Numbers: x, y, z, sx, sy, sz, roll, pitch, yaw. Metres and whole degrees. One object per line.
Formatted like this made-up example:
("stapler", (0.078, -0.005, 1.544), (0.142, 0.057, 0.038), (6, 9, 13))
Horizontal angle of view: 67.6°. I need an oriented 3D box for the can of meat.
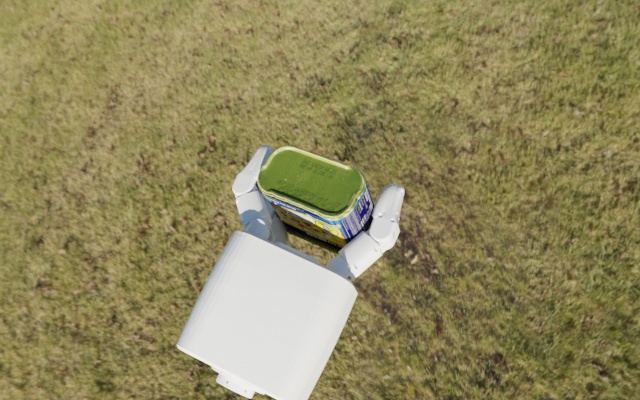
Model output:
("can of meat", (0.000, 0.001, 0.437), (0.102, 0.057, 0.084), (21, -20, 26))
